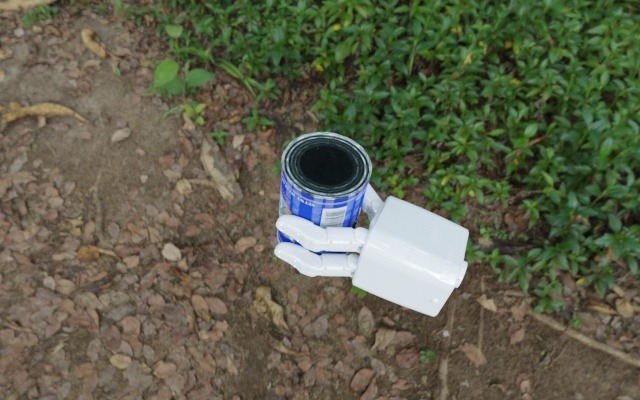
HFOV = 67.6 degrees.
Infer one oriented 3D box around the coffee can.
[{"bbox_3d":[0.000,0.002,0.588,0.103,0.102,0.140,0,-39,-8],"label":"coffee can"}]
